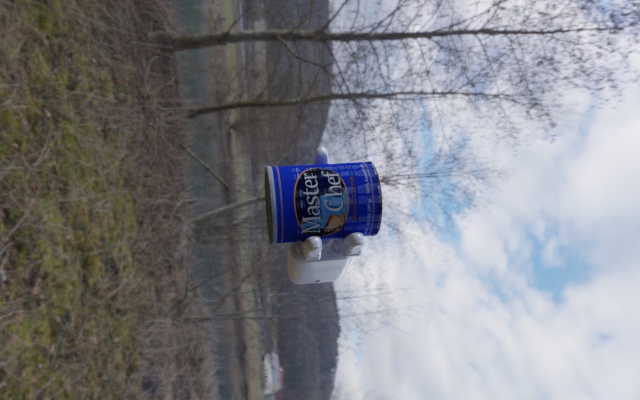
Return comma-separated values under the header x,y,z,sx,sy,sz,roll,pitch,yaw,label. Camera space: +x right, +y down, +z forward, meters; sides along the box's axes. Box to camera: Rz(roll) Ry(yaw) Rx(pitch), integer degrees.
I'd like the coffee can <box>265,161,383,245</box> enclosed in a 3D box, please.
x,y,z,sx,sy,sz,roll,pitch,yaw,label
0.000,0.002,0.634,0.140,0.103,0.103,-4,1,-10,coffee can
